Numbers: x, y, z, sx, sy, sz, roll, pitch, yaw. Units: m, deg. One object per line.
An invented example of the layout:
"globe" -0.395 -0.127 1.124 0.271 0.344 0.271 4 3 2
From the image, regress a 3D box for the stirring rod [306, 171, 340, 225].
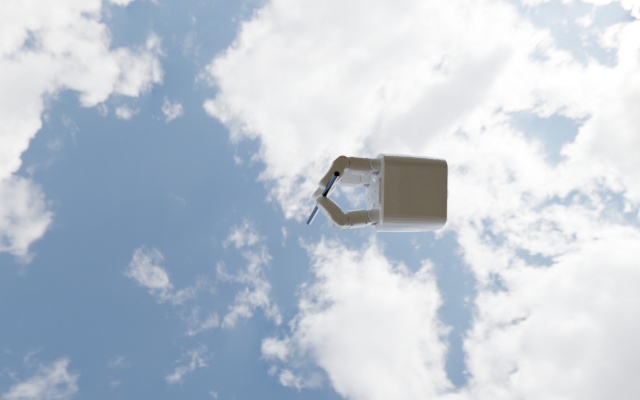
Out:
"stirring rod" 0.000 0.002 0.737 0.011 0.011 0.240 0 -18 -11
